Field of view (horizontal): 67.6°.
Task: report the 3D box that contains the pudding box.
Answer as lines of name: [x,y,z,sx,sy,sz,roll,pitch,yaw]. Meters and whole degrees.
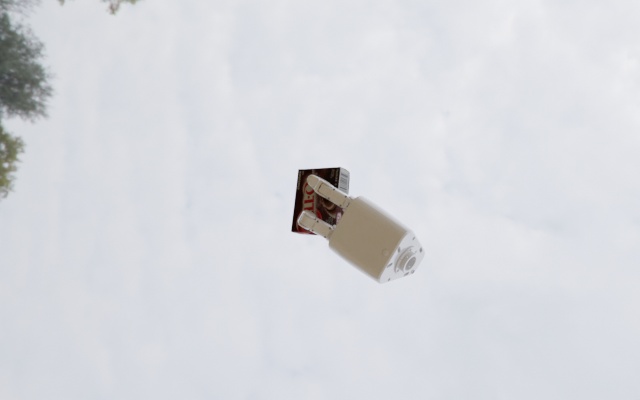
pudding box: [0.000,0.003,0.804,0.090,0.113,0.039,0,-13,36]
